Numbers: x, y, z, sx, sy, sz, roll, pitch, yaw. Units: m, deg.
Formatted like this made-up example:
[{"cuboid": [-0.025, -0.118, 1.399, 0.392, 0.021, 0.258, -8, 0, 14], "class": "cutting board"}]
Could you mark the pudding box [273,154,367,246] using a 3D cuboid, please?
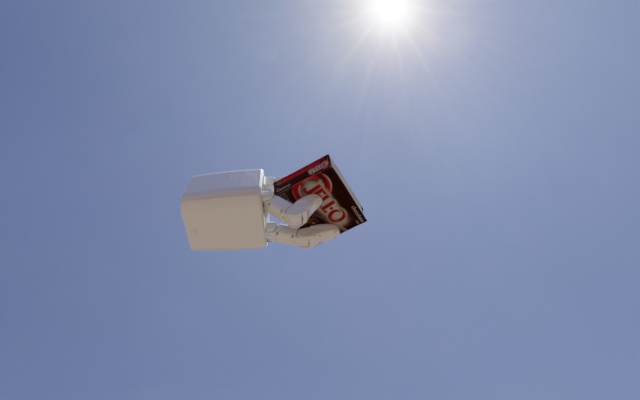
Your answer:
[{"cuboid": [0.000, 0.002, 0.667, 0.090, 0.113, 0.039, -27, 37, 13], "class": "pudding box"}]
